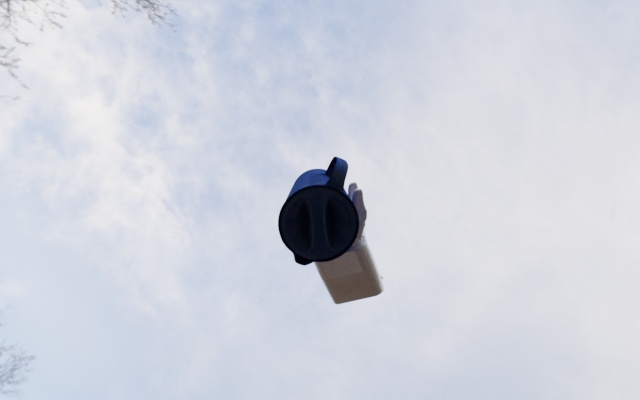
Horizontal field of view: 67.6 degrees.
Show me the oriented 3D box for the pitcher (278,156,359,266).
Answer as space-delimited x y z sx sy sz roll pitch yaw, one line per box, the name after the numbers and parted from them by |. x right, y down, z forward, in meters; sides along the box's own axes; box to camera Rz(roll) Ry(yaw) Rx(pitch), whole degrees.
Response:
0.000 0.003 0.888 0.149 0.145 0.242 -23 13 5 | pitcher
